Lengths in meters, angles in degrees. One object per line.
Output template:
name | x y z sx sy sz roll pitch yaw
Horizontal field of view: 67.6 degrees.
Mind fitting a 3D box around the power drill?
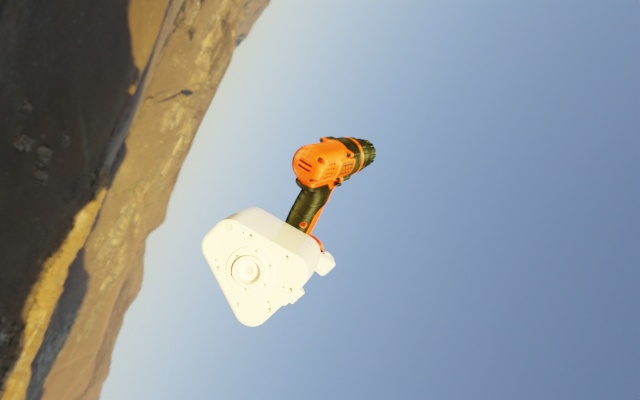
power drill | 0.000 0.003 0.642 0.057 0.188 0.184 30 23 22
